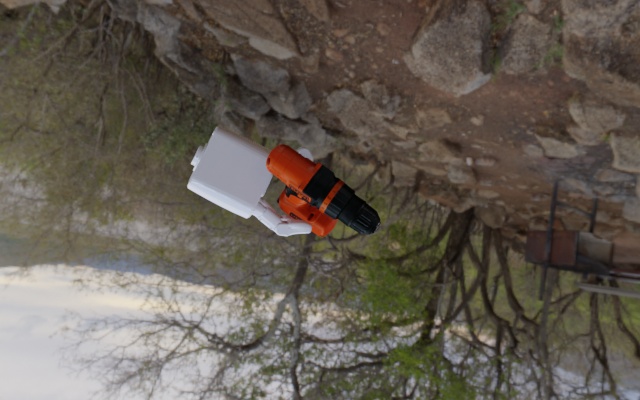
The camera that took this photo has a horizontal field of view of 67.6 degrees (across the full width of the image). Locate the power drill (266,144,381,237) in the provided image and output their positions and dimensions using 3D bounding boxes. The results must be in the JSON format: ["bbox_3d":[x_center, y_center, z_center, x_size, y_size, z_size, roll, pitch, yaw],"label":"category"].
[{"bbox_3d":[0.000,0.002,0.734,0.184,0.057,0.188,37,-16,5],"label":"power drill"}]
